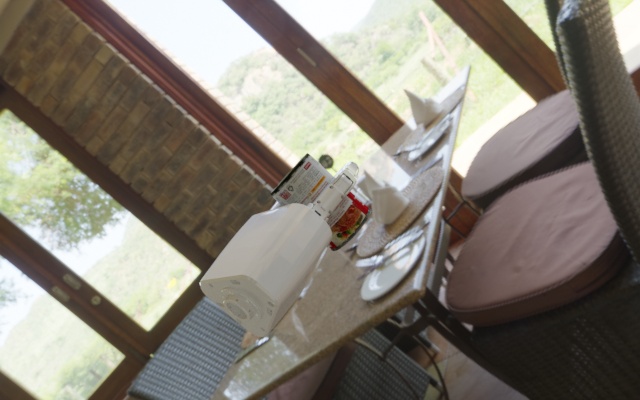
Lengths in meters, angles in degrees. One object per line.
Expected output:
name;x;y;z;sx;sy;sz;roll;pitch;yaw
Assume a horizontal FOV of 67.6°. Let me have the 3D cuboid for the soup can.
soup can;0.000;0.001;0.566;0.102;0.068;0.068;42;-6;-6
